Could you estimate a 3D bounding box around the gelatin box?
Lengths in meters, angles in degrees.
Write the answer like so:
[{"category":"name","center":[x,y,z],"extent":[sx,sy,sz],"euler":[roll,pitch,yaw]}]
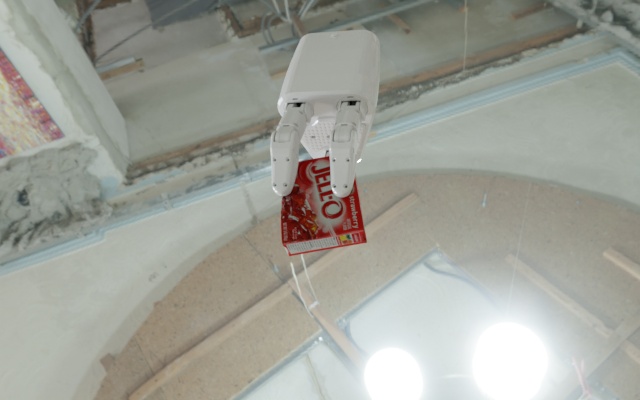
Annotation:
[{"category":"gelatin box","center":[0.000,0.002,0.441],"extent":[0.073,0.089,0.030],"euler":[-10,-33,6]}]
